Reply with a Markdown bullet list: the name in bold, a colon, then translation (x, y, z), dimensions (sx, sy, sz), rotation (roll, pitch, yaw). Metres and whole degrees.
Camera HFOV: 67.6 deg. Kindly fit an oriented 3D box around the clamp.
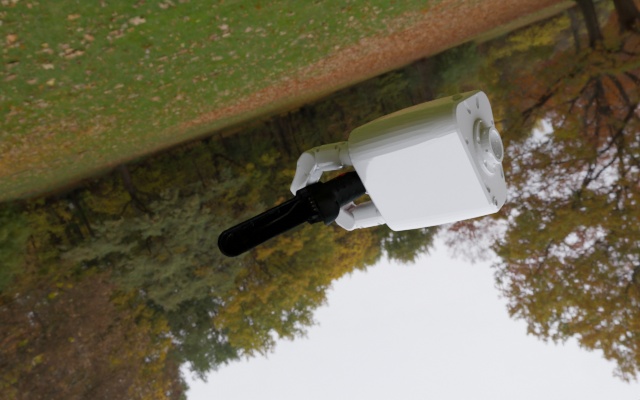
- **clamp**: translation (0.000, 0.002, 0.436), dimensions (0.120, 0.039, 0.171), rotation (-12, 13, 39)
